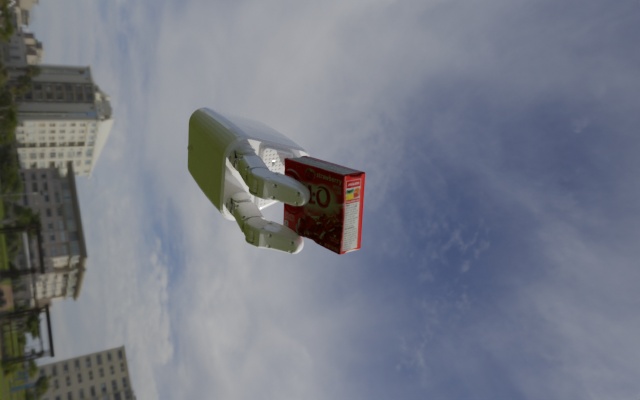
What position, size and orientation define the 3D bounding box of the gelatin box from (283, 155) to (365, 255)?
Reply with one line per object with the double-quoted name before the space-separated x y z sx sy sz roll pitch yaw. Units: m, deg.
"gelatin box" 0.001 0.001 0.448 0.030 0.073 0.089 -11 22 -39
